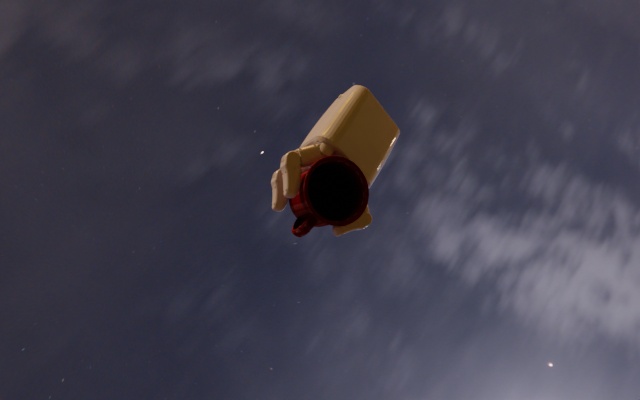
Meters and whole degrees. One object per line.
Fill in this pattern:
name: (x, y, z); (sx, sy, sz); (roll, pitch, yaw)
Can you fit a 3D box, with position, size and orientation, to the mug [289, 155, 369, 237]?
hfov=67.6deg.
mug: (-0.001, 0.003, 0.647); (0.093, 0.117, 0.081); (39, -21, -14)
